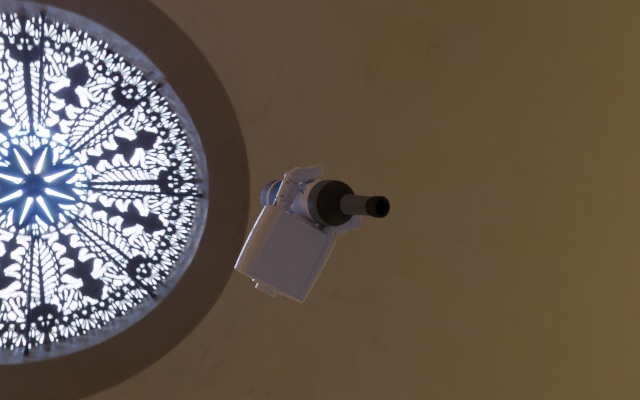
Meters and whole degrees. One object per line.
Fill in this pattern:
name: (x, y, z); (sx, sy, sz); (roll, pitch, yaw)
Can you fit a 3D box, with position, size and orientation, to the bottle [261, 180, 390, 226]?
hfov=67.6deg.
bottle: (0.000, 0.002, 0.715); (0.069, 0.069, 0.295); (0, 2, -31)
